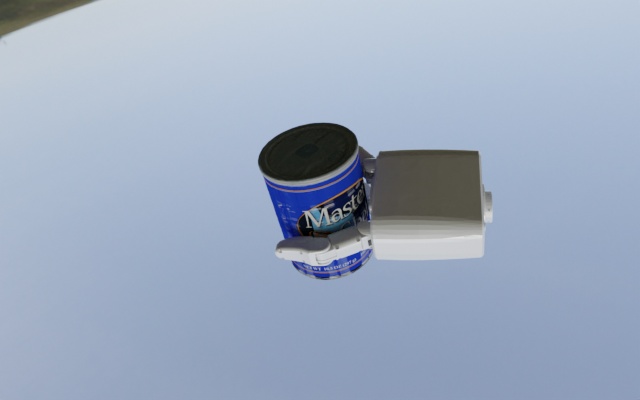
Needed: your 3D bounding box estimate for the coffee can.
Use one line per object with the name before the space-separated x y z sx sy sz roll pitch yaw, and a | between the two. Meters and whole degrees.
coffee can | 0.000 0.002 0.520 0.103 0.140 0.102 -9 39 7
